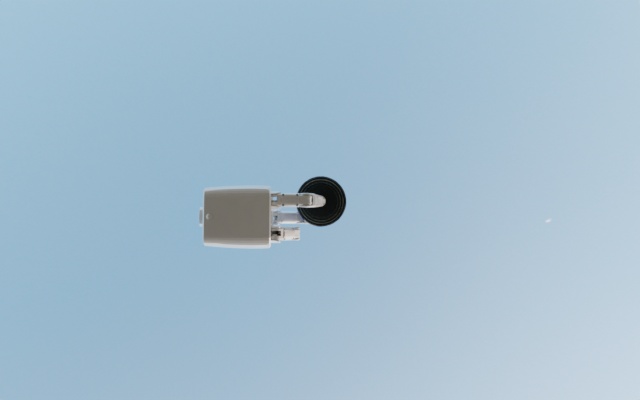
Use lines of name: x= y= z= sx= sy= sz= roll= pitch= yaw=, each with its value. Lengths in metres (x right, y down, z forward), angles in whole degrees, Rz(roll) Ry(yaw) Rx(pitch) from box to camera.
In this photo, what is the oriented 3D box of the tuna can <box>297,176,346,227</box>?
tuna can: x=0.000 y=0.003 z=0.822 sx=0.086 sy=0.086 sz=0.034 roll=0 pitch=-5 yaw=-4
